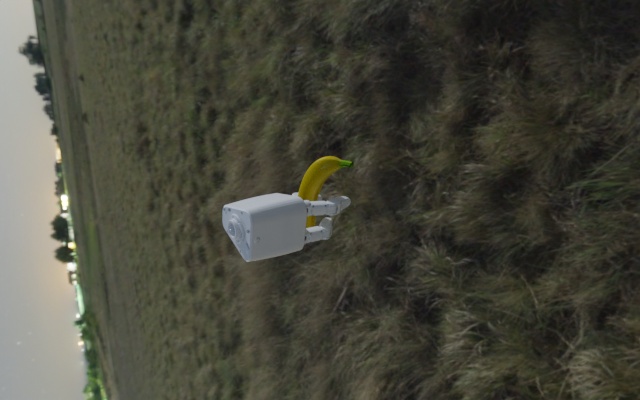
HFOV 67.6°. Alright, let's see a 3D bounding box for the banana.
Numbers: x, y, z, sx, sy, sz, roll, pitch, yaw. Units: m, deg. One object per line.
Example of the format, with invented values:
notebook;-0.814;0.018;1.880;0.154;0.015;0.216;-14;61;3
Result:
banana;-0.010;-0.012;0.865;0.037;0.198;0.069;-17;56;-42
